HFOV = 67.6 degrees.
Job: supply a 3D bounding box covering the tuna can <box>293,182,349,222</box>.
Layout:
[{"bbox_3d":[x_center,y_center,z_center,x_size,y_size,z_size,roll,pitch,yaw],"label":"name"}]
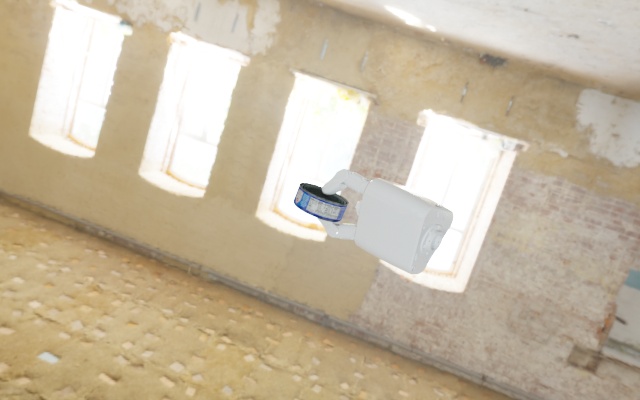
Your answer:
[{"bbox_3d":[0.000,0.003,0.772,0.086,0.034,0.086,21,13,-5],"label":"tuna can"}]
